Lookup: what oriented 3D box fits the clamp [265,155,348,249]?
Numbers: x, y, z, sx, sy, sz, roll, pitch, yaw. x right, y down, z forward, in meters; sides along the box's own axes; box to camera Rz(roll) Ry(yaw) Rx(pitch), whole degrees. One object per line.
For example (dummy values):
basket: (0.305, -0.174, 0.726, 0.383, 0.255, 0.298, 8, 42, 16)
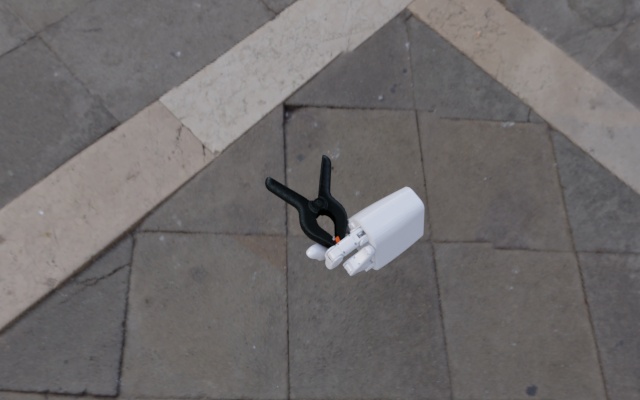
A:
clamp: (0.000, 0.003, 0.794, 0.120, 0.171, 0.039, -34, -15, -12)
